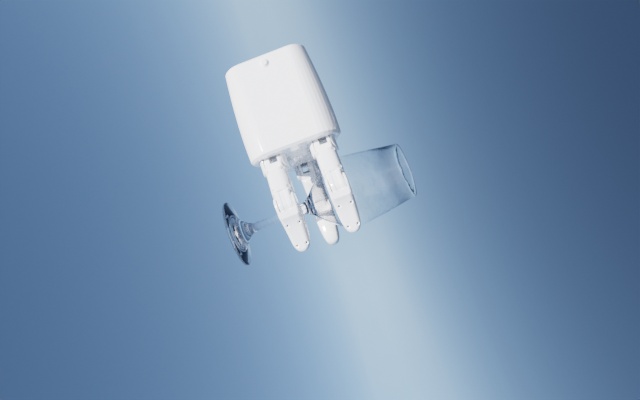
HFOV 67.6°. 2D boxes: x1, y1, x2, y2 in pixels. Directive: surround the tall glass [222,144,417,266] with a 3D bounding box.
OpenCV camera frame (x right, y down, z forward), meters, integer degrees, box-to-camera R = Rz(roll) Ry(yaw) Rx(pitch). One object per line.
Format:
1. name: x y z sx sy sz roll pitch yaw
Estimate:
1. tall glass: -0.001 0.002 0.524 0.201 0.079 0.079 -20 -1 2
